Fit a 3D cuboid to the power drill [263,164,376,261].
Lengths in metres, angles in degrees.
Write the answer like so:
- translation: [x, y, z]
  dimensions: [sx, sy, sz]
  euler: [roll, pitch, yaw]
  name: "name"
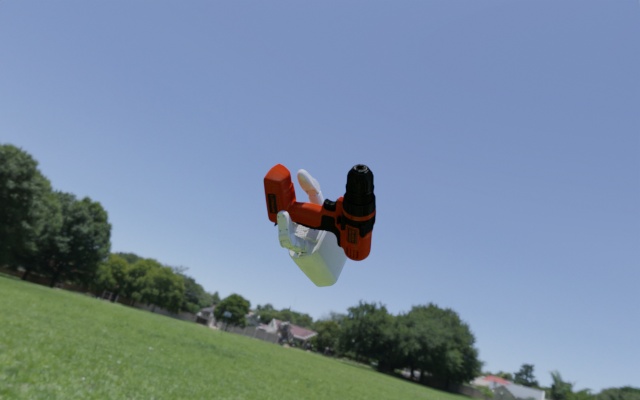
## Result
- translation: [0.000, 0.003, 0.768]
  dimensions: [0.187, 0.185, 0.057]
  euler: [20, 43, 23]
  name: "power drill"
